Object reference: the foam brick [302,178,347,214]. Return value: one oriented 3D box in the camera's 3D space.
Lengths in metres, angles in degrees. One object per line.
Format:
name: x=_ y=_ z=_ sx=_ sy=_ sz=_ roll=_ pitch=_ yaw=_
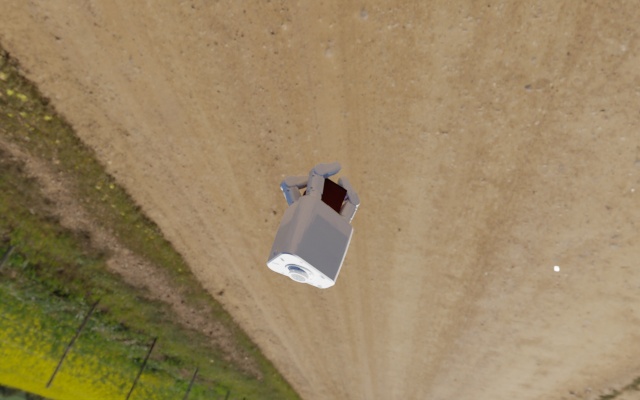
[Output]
foam brick: x=0.000 y=0.003 z=0.827 sx=0.053 sy=0.051 sz=0.078 roll=31 pitch=-32 yaw=-14
